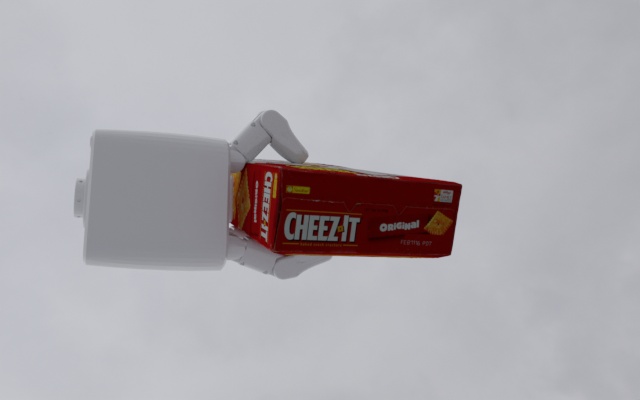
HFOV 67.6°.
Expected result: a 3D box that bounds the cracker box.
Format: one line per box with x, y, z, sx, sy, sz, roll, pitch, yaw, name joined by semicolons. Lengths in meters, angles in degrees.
0.000;0.001;0.463;0.164;0.072;0.213;3;6;-24;cracker box
